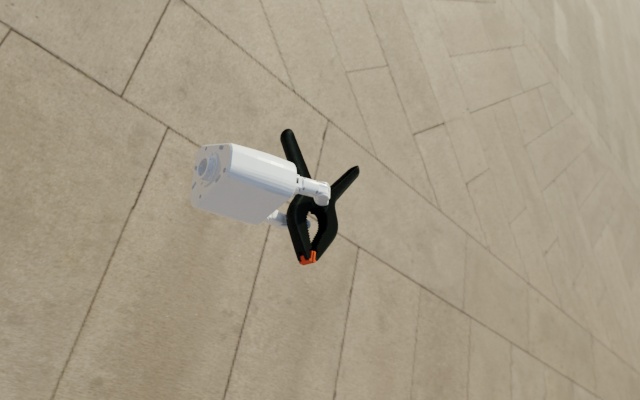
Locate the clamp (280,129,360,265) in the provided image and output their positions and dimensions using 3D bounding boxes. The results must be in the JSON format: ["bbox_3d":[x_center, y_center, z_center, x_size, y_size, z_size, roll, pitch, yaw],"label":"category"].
[{"bbox_3d":[0.000,0.003,0.768,0.164,0.210,0.036,16,-24,-35],"label":"clamp"}]
